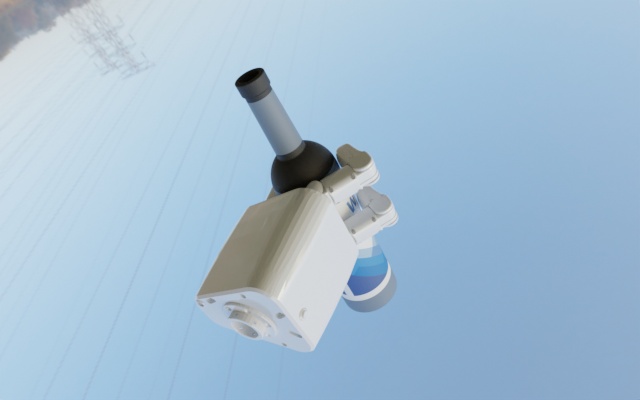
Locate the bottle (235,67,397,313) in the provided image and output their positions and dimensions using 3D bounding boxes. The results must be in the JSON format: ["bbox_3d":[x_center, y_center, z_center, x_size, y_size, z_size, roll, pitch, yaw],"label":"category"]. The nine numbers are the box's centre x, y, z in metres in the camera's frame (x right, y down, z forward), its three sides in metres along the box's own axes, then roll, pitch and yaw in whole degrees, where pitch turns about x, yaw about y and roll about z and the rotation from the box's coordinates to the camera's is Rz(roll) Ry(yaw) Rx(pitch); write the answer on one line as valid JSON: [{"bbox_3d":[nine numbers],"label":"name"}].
[{"bbox_3d":[0.000,0.002,0.478,0.069,0.069,0.296,0,-44,34],"label":"bottle"}]
